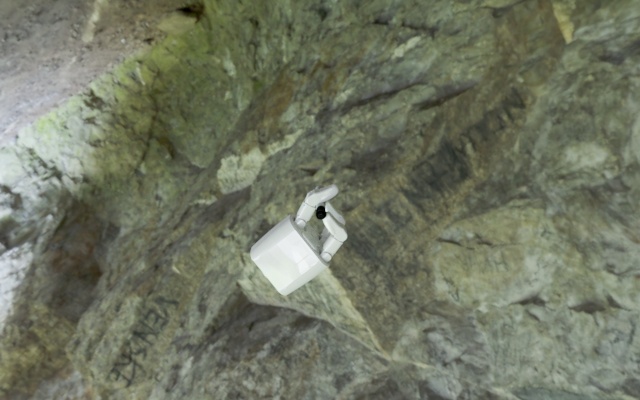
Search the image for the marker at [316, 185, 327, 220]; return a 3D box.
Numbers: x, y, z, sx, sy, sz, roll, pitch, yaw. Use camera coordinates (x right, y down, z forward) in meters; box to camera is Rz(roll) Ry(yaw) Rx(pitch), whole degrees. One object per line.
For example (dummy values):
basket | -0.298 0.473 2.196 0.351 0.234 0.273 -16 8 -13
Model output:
marker | 0.000 0.003 0.860 0.020 0.020 0.121 0 23 -1
